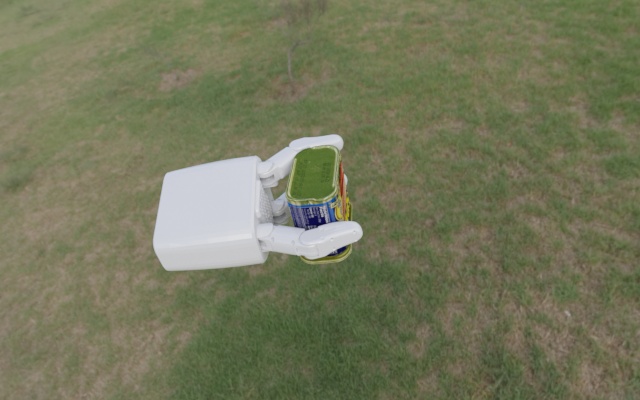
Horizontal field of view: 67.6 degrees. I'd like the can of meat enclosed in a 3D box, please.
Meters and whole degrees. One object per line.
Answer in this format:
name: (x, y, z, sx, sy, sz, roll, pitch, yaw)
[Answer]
can of meat: (0.000, 0.001, 0.510, 0.057, 0.084, 0.102, -6, 38, 10)
